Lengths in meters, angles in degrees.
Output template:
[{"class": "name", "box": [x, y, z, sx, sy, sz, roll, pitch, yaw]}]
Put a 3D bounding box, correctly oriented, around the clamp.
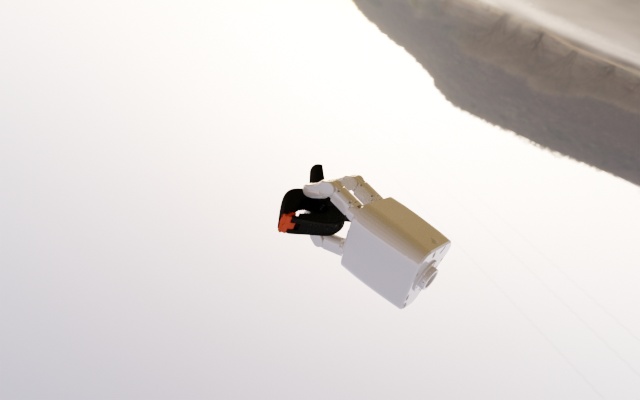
[{"class": "clamp", "box": [0.000, 0.003, 0.699, 0.164, 0.036, 0.210, 37, 29, 27]}]
